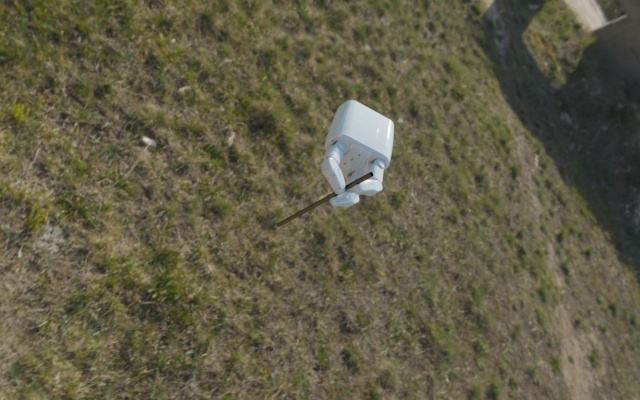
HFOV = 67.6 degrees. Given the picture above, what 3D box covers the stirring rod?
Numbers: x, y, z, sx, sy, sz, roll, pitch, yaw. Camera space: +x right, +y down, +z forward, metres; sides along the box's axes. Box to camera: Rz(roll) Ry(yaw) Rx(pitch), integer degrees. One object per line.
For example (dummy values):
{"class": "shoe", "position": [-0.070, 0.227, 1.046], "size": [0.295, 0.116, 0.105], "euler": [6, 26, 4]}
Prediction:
{"class": "stirring rod", "position": [0.000, 0.003, 0.824], "size": [0.011, 0.011, 0.239], "euler": [0, -21, -46]}
